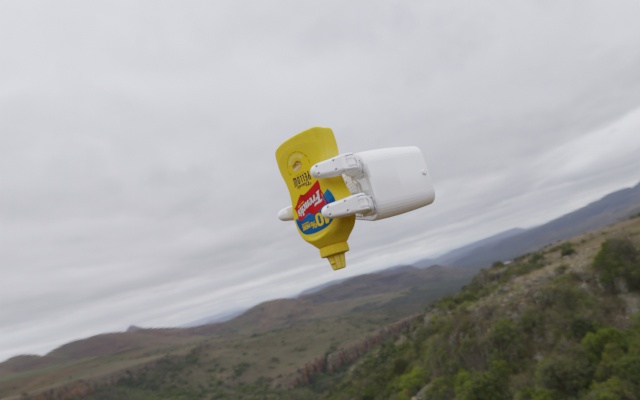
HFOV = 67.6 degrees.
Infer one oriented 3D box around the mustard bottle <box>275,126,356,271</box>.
[{"bbox_3d":[0.000,0.002,0.660,0.096,0.191,0.058,-24,-12,38],"label":"mustard bottle"}]
